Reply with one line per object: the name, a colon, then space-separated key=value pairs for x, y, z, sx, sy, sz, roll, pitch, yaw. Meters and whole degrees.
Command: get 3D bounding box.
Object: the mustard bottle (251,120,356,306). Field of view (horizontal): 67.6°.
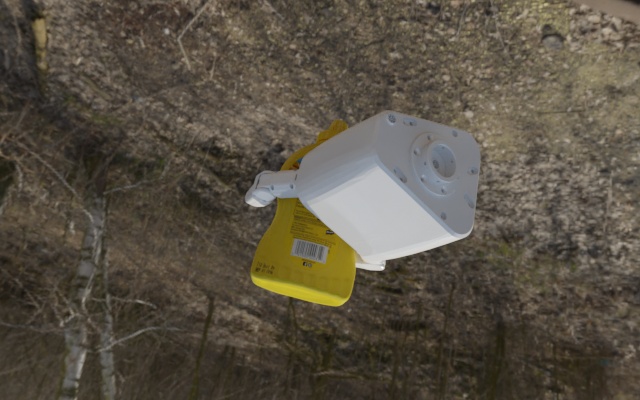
mustard bottle: x=0.000 y=0.002 z=0.482 sx=0.096 sy=0.191 sz=0.058 roll=15 pitch=-23 yaw=-2
